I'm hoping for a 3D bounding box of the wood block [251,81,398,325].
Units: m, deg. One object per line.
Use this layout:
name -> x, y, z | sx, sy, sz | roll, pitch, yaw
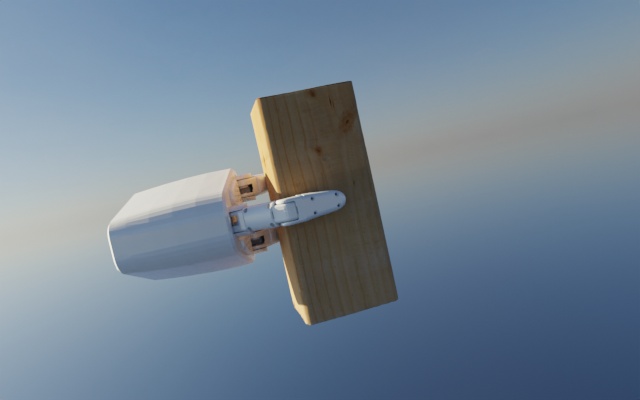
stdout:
wood block -> 0.000, 0.001, 0.468 | 0.090, 0.206, 0.091 | -13, 4, -11
